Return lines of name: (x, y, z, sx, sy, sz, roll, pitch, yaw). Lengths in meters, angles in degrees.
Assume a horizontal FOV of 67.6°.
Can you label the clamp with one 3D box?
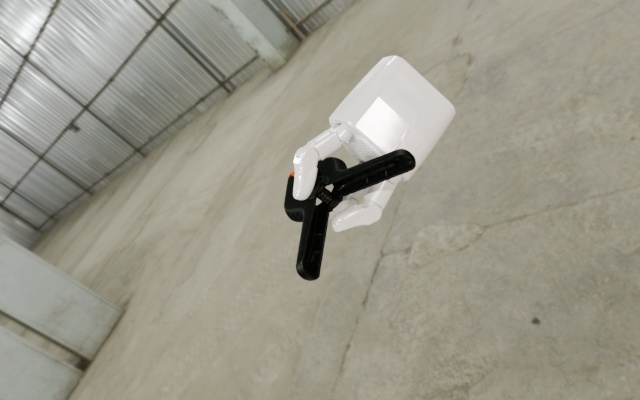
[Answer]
clamp: (-0.001, 0.001, 0.550, 0.036, 0.164, 0.210, 44, -11, -24)
